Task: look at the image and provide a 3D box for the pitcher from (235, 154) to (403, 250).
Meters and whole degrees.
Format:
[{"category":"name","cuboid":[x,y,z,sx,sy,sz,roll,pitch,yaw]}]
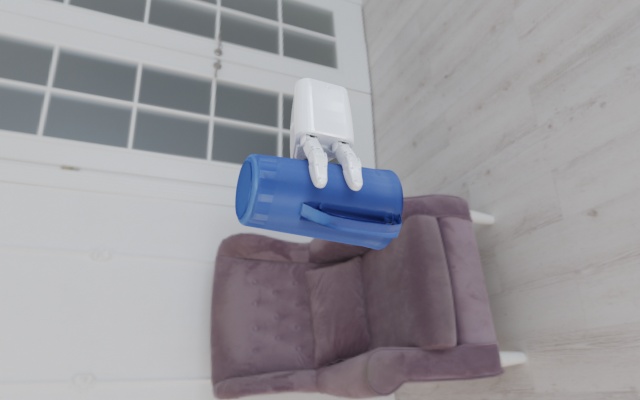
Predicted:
[{"category":"pitcher","cuboid":[0.000,0.002,0.737,0.243,0.145,0.149,8,-27,-22]}]
